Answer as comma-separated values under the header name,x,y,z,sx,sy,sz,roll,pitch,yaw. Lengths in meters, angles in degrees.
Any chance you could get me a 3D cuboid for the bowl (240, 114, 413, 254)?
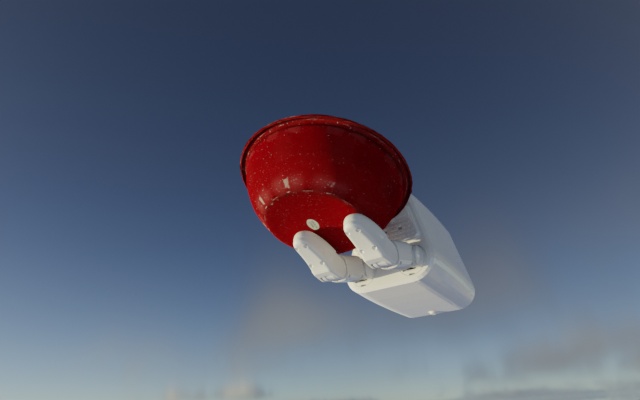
name,x,y,z,sx,sy,sz,roll,pitch,yaw
bowl,-0.001,0.001,0.431,0.162,0.055,0.162,7,-39,6
